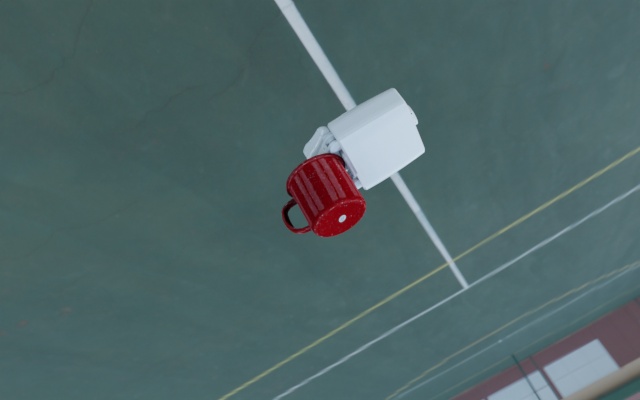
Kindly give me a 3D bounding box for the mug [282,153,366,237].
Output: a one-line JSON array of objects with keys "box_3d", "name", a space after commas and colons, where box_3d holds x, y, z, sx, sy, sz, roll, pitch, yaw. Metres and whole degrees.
[{"box_3d": [-0.001, 0.003, 0.657, 0.117, 0.081, 0.093, -32, -31, 3], "name": "mug"}]
